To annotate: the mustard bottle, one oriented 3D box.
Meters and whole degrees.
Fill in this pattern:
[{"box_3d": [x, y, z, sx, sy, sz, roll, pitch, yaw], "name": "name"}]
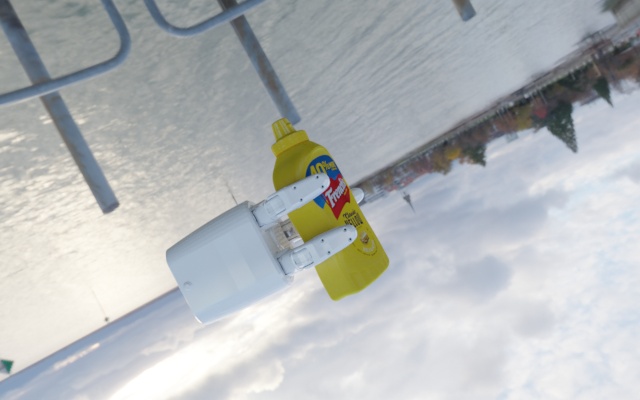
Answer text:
[{"box_3d": [0.000, 0.002, 0.501, 0.058, 0.191, 0.096, -29, -1, 33], "name": "mustard bottle"}]
